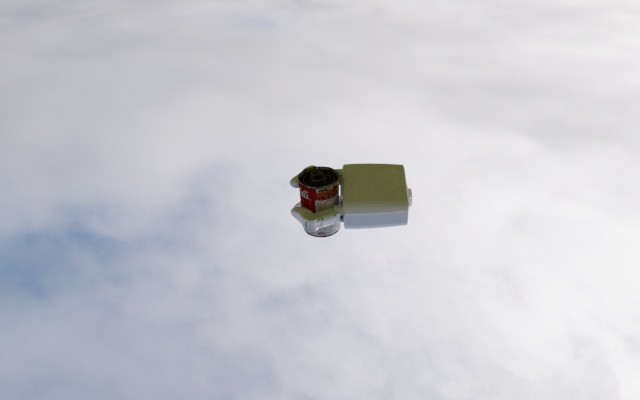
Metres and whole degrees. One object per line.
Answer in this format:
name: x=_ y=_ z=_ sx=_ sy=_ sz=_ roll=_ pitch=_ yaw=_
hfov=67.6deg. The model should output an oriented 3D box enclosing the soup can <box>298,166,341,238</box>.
soup can: x=0.000 y=0.003 z=0.802 sx=0.068 sy=0.102 sz=0.068 roll=-3 pitch=34 yaw=2
